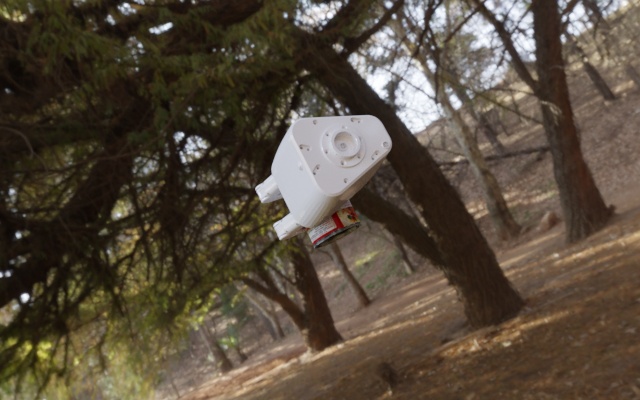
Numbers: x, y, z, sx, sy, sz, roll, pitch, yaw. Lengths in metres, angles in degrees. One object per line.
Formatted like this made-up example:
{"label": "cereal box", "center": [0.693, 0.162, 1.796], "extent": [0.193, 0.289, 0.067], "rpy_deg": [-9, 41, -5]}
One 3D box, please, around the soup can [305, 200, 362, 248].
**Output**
{"label": "soup can", "center": [0.000, 0.002, 0.622], "extent": [0.068, 0.102, 0.068], "rpy_deg": [-26, -11, -5]}
